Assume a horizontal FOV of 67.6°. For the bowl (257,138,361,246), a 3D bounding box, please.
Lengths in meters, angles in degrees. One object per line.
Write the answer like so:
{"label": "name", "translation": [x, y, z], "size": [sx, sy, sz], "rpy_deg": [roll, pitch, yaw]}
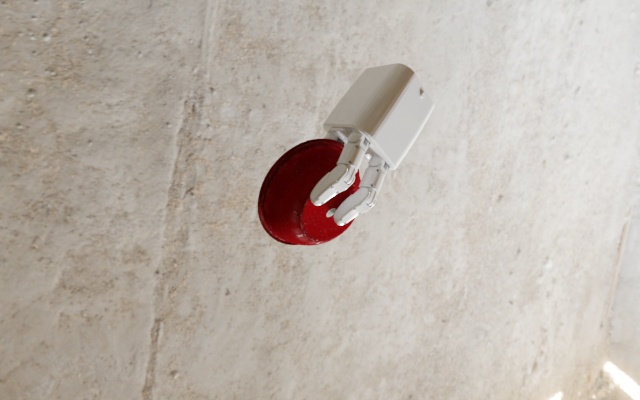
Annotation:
{"label": "bowl", "translation": [0.000, 0.003, 0.637], "size": [0.162, 0.162, 0.055], "rpy_deg": [0, 26, -35]}
